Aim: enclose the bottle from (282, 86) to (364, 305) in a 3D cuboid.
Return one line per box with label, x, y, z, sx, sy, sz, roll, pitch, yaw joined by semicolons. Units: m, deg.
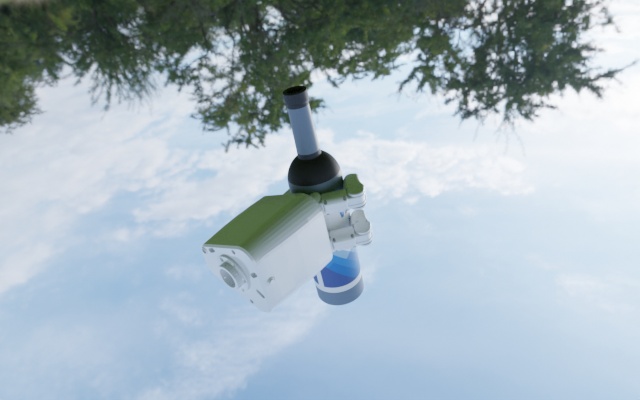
bottle;0.000;0.002;0.597;0.069;0.296;0.069;-9;32;6
